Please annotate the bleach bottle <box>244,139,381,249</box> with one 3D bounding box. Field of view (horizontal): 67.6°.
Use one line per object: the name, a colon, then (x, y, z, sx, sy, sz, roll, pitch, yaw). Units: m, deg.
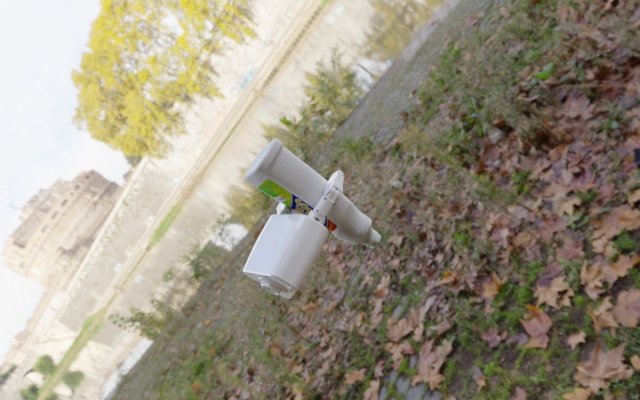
bleach bottle: (0.000, 0.003, 0.792, 0.251, 0.068, 0.102, 34, -23, -15)
